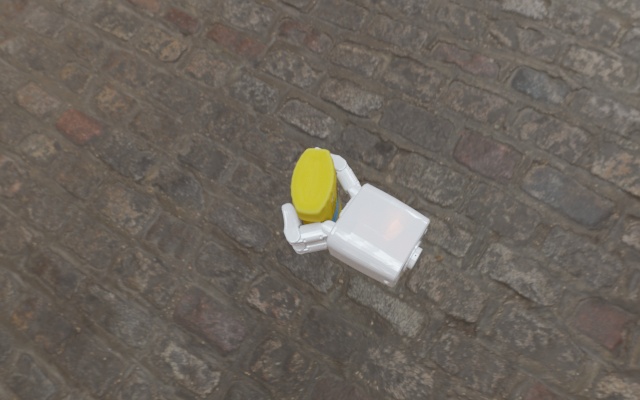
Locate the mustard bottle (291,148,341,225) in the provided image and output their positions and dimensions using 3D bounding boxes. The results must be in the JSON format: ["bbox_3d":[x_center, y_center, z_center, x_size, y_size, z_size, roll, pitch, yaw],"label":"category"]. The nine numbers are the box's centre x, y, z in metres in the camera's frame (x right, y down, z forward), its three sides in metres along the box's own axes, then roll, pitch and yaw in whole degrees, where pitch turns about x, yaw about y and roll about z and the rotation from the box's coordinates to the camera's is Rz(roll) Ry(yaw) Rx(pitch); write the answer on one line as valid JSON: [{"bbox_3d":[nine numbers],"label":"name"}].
[{"bbox_3d":[0.000,0.002,0.716,0.058,0.096,0.192,4,-18,8],"label":"mustard bottle"}]
